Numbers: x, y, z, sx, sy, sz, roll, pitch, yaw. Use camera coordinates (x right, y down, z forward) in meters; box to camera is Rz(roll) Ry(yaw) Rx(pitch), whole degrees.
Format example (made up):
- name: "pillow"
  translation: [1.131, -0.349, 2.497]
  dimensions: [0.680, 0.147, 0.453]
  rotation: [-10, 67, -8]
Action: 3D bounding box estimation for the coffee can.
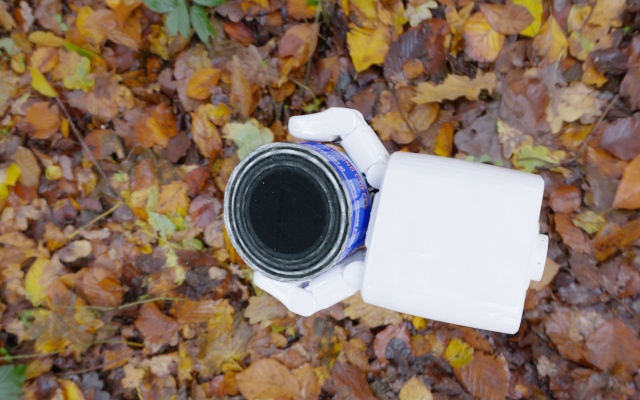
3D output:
- name: "coffee can"
  translation: [0.000, 0.001, 0.404]
  dimensions: [0.103, 0.103, 0.140]
  rotation: [0, 7, 22]
